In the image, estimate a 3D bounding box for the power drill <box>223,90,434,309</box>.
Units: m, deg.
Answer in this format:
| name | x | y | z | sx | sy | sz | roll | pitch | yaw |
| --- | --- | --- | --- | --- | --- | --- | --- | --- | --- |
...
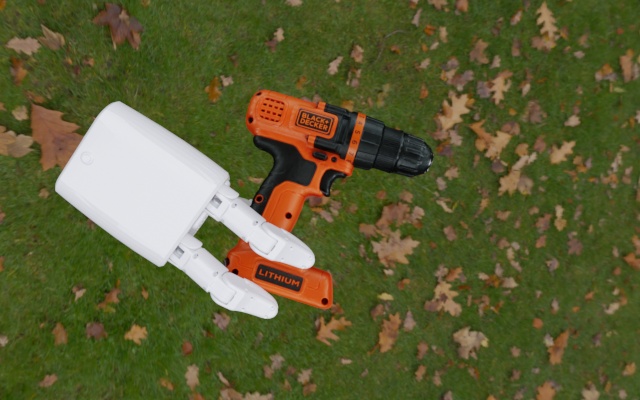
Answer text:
| name | x | y | z | sx | sy | sz | roll | pitch | yaw |
| --- | --- | --- | --- | --- | --- | --- | --- | --- | --- |
| power drill | 0.000 | 0.002 | 0.454 | 0.184 | 0.187 | 0.057 | 16 | -8 | 2 |
